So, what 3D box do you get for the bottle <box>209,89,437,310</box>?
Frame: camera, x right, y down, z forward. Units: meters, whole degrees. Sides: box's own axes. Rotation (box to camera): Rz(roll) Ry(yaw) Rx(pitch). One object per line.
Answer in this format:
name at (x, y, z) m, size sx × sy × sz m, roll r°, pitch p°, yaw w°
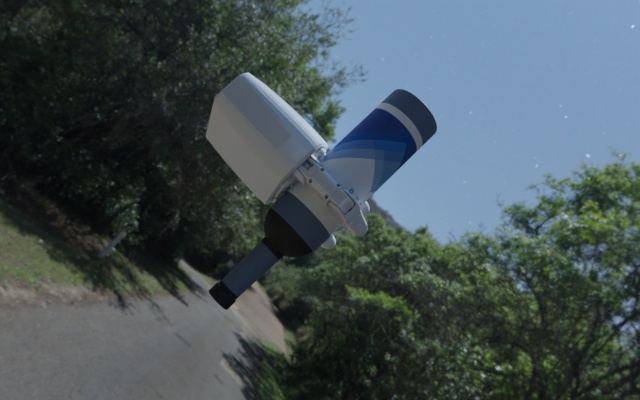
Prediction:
bottle at (0.000, 0.002, 0.510) m, size 0.295 × 0.069 × 0.069 m, roll -44°, pitch 9°, yaw -9°
